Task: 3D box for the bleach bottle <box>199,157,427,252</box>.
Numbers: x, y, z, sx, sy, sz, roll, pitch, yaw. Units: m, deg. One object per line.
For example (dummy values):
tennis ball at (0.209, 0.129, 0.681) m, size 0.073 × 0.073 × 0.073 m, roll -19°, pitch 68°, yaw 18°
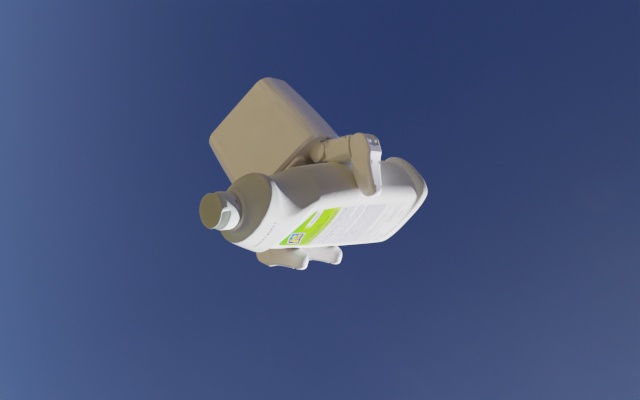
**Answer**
bleach bottle at (0.000, 0.002, 0.463) m, size 0.251 × 0.103 × 0.068 m, roll 0°, pitch 45°, yaw -50°
